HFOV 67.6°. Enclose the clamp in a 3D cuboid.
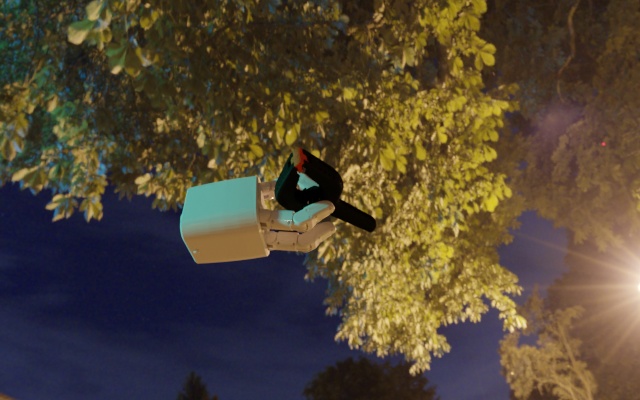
[{"bbox_3d":[0.000,0.001,0.679,0.164,0.036,0.210,-9,-36,-2],"label":"clamp"}]
